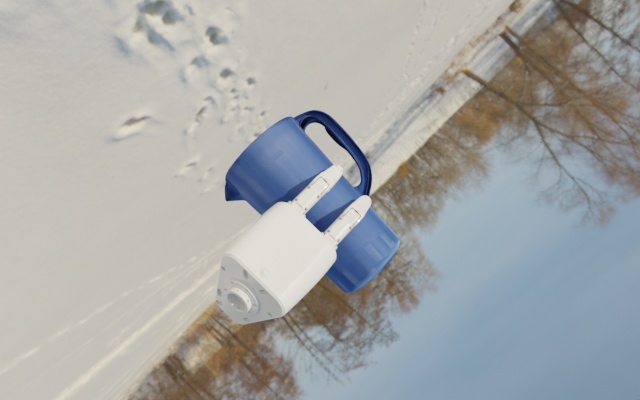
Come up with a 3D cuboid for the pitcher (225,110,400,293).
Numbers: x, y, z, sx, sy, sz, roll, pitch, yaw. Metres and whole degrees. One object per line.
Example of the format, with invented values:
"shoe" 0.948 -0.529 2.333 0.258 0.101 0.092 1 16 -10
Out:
"pitcher" 0.000 0.002 0.671 0.149 0.243 0.145 -46 -2 43
